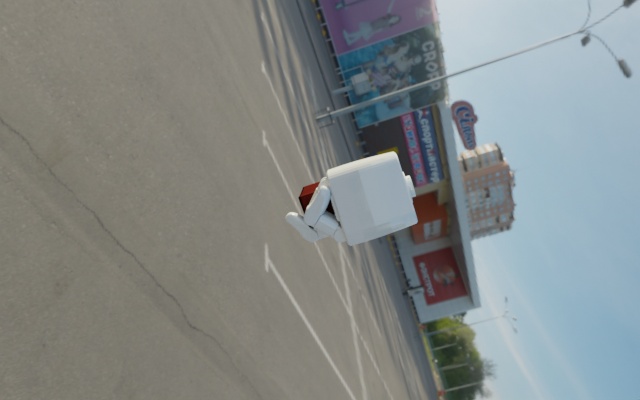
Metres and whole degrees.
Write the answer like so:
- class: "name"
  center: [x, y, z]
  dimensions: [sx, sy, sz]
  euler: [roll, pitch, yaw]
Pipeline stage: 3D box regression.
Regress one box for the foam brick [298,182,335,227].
- class: "foam brick"
  center: [0.000, 0.002, 0.767]
  dimensions: [0.051, 0.053, 0.078]
  euler: [-18, 13, 7]
